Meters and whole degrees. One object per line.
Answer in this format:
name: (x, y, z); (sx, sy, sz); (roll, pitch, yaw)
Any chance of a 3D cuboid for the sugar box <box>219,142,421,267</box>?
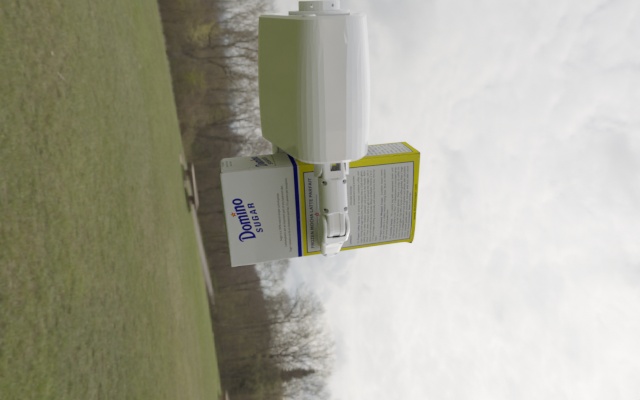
sugar box: (0.000, 0.001, 0.439); (0.176, 0.093, 0.048); (-5, 23, -9)
